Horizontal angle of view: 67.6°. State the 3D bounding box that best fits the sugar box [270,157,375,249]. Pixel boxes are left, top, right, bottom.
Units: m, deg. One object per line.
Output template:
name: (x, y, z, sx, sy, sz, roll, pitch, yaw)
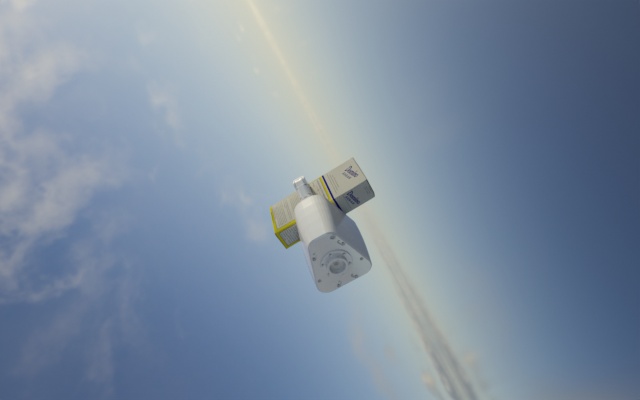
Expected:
sugar box: (0.000, 0.003, 0.819, 0.176, 0.048, 0.093, -28, 32, 4)
